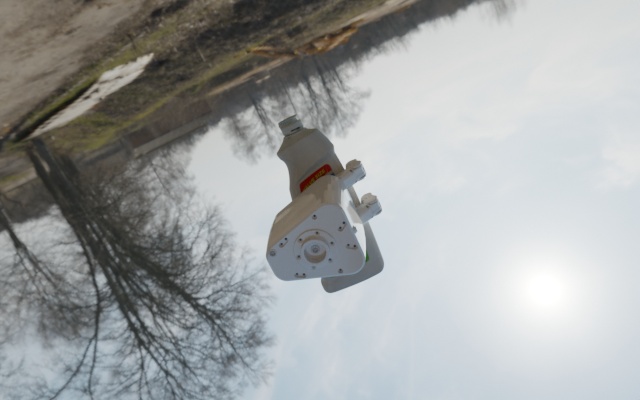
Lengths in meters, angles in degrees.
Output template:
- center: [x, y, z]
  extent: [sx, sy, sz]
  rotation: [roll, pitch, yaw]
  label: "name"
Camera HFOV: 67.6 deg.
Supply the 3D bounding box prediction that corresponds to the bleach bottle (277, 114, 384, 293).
- center: [0.000, 0.002, 0.677]
  extent: [0.102, 0.251, 0.068]
  rotation: [-24, 15, 8]
  label: "bleach bottle"
